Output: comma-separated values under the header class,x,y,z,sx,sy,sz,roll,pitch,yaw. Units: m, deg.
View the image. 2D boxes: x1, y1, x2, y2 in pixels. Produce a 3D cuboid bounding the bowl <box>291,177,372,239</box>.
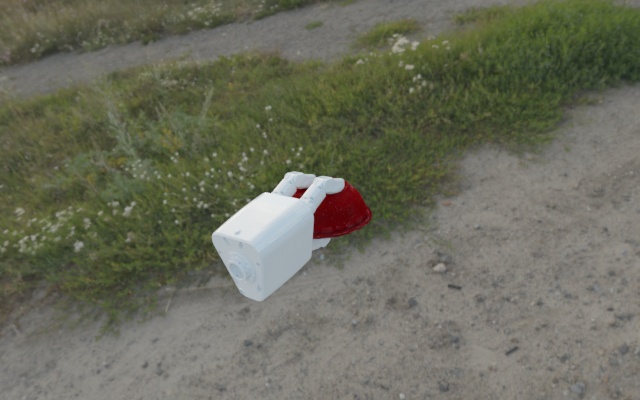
class,x,y,z,sx,sy,sz,roll,pitch,yaw
bowl,0.001,0.002,0.757,0.162,0.055,0.162,-4,21,2
